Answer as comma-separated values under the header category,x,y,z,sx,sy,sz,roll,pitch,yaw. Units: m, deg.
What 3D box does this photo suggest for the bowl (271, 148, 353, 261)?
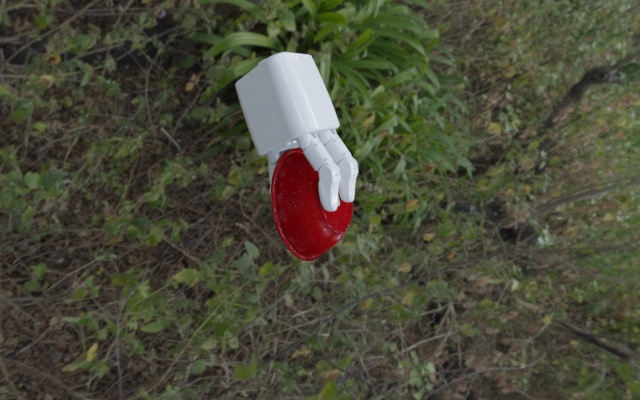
category,x,y,z,sx,sy,sz,roll,pitch,yaw
bowl,0.001,0.003,0.663,0.055,0.162,0.162,-8,-4,30
